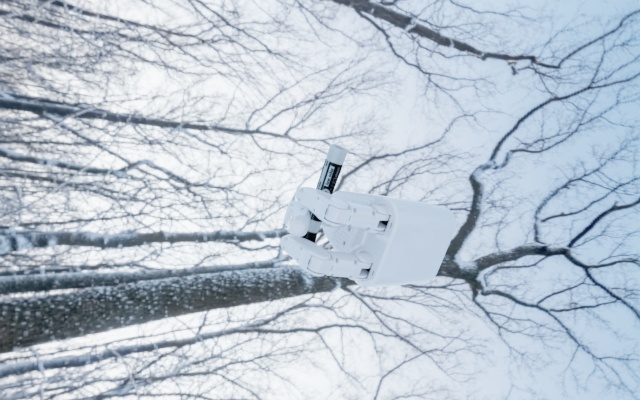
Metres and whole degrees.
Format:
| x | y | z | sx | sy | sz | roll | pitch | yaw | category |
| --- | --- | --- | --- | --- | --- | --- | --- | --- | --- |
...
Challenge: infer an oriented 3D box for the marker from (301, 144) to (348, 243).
| x | y | z | sx | sy | sz | roll | pitch | yaw | category |
| --- | --- | --- | --- | --- | --- | --- | --- | --- | --- |
| 0.000 | 0.002 | 0.492 | 0.020 | 0.121 | 0.020 | 17 | 17 | -5 | marker |
